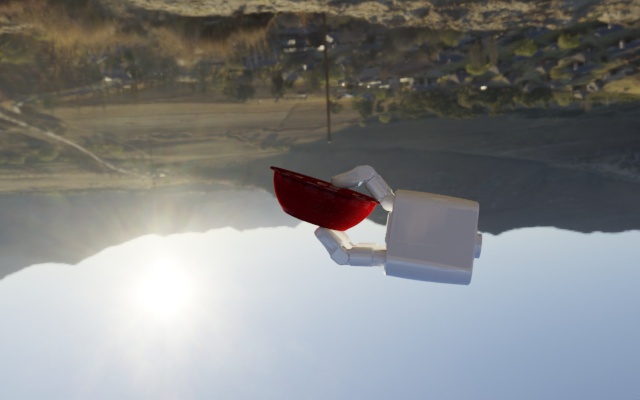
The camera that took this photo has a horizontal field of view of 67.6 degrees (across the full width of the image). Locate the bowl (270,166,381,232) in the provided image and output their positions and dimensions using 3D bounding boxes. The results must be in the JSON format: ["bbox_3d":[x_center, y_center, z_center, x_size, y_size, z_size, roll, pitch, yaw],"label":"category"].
[{"bbox_3d":[-0.001,0.002,0.659,0.162,0.055,0.162,18,5,-2],"label":"bowl"}]
